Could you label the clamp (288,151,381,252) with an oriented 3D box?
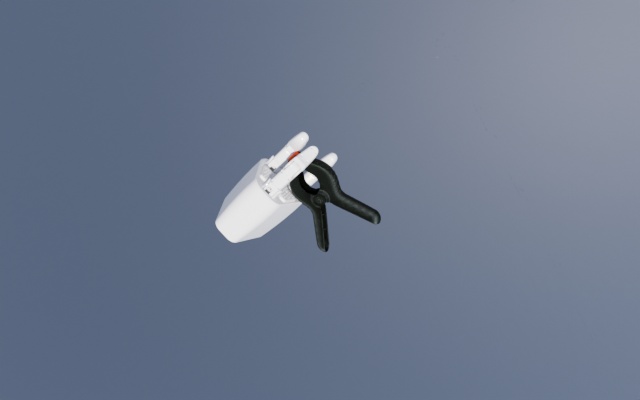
[{"bbox_3d":[0.000,0.003,0.761,0.120,0.171,0.039,-41,3,22],"label":"clamp"}]
